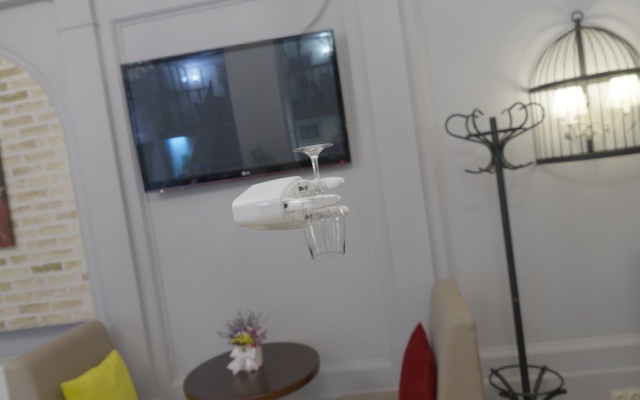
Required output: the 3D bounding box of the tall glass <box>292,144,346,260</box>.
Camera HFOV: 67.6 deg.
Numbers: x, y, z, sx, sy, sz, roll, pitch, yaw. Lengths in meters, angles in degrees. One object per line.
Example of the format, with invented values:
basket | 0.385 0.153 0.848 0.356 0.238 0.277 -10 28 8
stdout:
tall glass | 0.000 0.002 0.859 0.079 0.201 0.079 -9 3 0
